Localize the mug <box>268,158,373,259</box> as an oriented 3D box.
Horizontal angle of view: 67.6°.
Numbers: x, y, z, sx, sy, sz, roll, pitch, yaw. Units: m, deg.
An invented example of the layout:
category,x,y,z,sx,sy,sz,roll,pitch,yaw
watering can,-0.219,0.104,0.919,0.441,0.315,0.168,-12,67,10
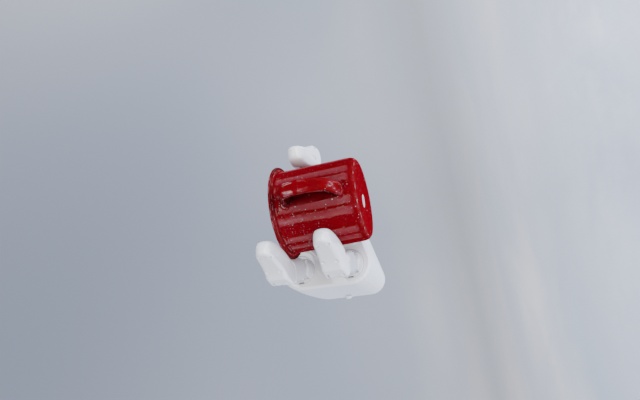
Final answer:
category,x,y,z,sx,sy,sz,roll,pitch,yaw
mug,0.000,0.001,0.454,0.081,0.093,0.117,-11,-21,14
